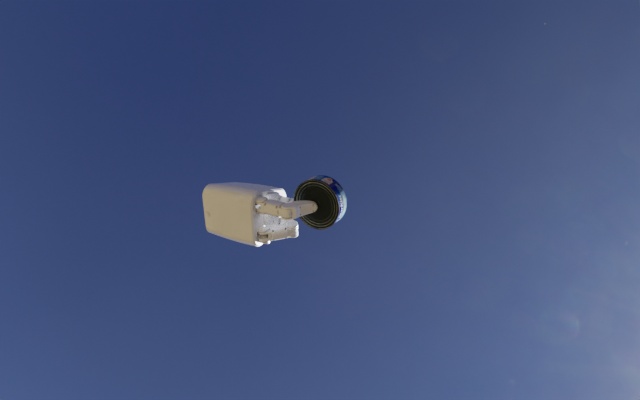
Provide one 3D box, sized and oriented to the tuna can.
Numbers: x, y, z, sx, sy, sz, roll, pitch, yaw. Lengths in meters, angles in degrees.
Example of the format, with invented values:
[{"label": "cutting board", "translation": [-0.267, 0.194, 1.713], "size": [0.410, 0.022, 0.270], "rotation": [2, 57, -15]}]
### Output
[{"label": "tuna can", "translation": [0.000, 0.002, 0.787], "size": [0.086, 0.086, 0.033], "rotation": [0, 18, 31]}]
